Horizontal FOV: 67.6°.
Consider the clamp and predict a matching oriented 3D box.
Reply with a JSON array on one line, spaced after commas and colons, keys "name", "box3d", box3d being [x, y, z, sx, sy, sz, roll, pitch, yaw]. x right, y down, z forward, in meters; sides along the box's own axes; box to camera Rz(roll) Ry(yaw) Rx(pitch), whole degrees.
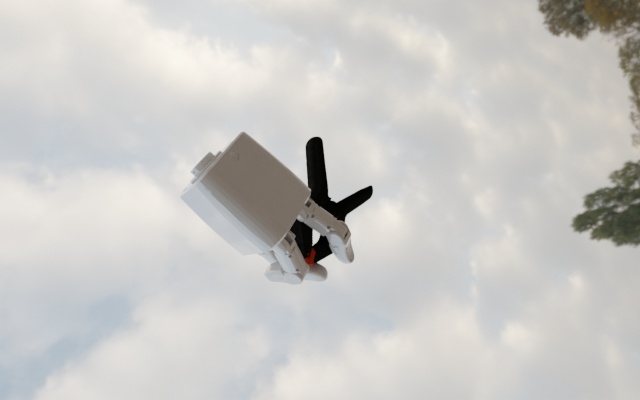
[{"name": "clamp", "box3d": [0.000, 0.002, 0.602, 0.039, 0.120, 0.171, -31, 22, 46]}]
